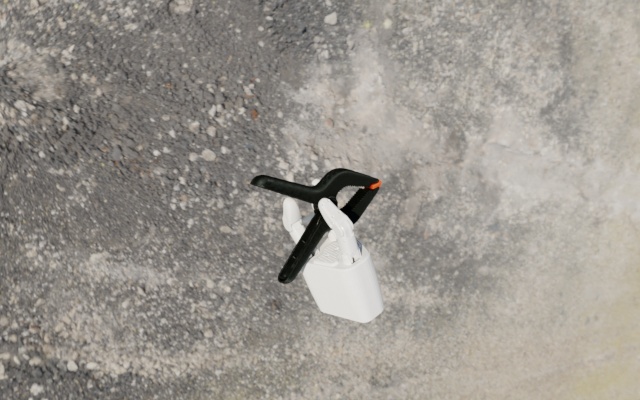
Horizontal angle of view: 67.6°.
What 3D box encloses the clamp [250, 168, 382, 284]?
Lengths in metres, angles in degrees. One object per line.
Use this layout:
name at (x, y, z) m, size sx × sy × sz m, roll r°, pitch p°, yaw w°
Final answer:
clamp at (0.001, 0.002, 0.691) m, size 0.210 × 0.165 × 0.036 m, roll -32°, pitch 29°, yaw -25°
